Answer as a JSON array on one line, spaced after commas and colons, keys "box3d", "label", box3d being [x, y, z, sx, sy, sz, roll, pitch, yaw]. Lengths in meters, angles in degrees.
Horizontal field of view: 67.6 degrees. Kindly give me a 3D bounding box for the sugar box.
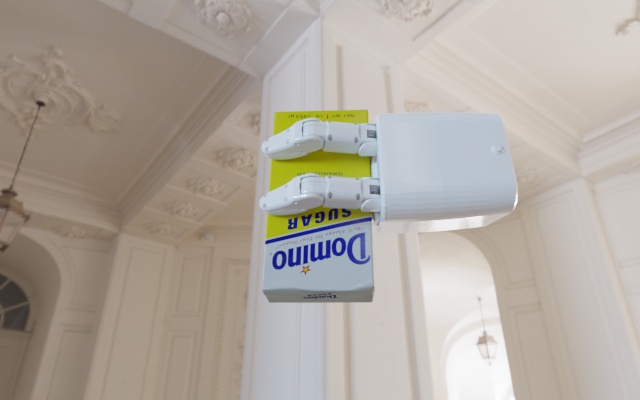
[{"box3d": [0.000, 0.001, 0.430, 0.093, 0.176, 0.048, -2, -28, 4], "label": "sugar box"}]
